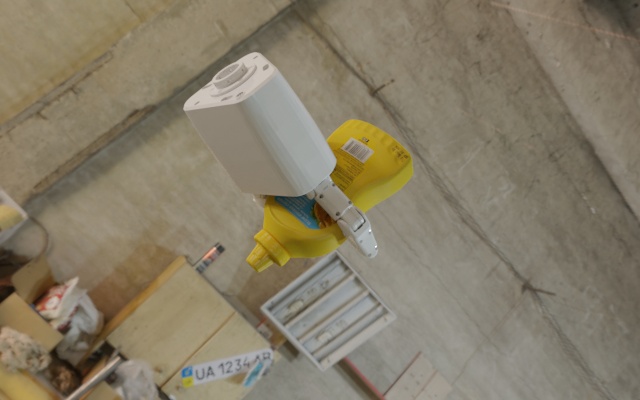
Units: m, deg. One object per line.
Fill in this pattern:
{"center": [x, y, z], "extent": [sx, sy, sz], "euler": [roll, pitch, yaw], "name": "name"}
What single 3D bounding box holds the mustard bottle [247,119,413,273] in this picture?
{"center": [0.000, 0.002, 0.493], "extent": [0.096, 0.191, 0.058], "euler": [38, -17, 31], "name": "mustard bottle"}
